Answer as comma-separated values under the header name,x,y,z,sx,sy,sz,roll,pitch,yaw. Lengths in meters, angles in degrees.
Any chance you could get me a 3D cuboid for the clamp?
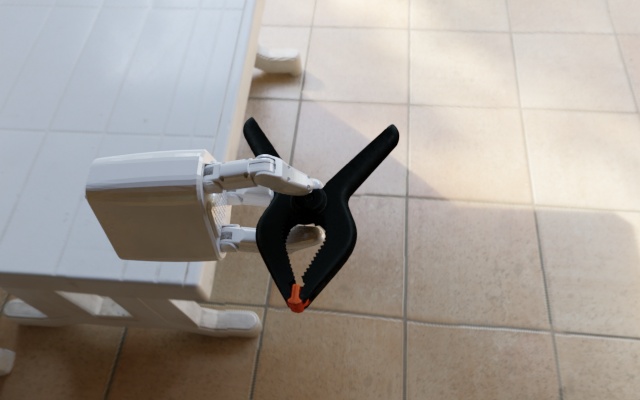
name,x,y,z,sx,sy,sz,roll,pitch,yaw
clamp,0.000,0.002,0.460,0.164,0.209,0.036,-3,-30,4
